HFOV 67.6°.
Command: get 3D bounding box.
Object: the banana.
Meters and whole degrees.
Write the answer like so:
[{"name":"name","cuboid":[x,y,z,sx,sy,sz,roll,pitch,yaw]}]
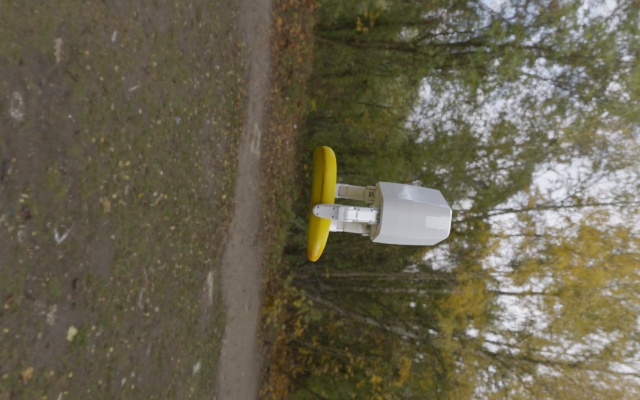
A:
[{"name":"banana","cuboid":[0.002,-0.007,0.743,0.037,0.197,0.070,6,-21,-5]}]
